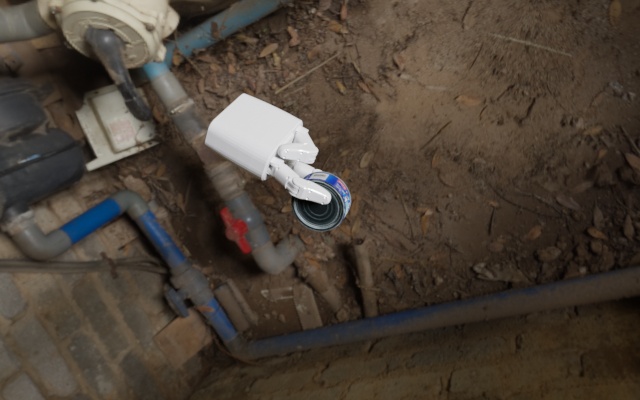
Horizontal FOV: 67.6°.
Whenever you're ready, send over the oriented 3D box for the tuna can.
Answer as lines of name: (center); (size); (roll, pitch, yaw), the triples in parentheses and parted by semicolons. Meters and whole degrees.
tuna can: (0.000, 0.003, 0.709); (0.086, 0.086, 0.033); (0, 25, 19)
